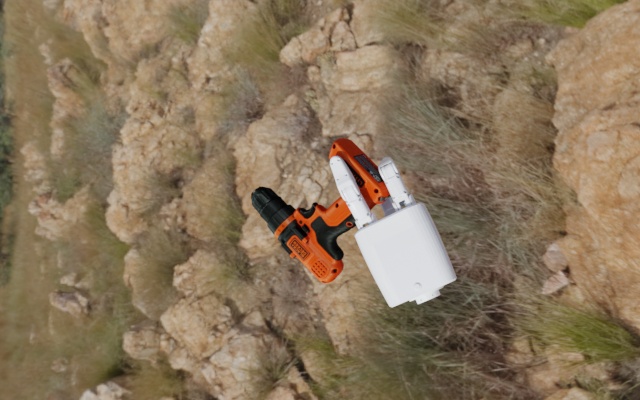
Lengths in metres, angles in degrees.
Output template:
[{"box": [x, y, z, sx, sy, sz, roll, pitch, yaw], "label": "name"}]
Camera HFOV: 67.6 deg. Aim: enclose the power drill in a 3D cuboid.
[{"box": [0.001, 0.002, 0.692, 0.188, 0.184, 0.057, -51, -12, 29], "label": "power drill"}]
